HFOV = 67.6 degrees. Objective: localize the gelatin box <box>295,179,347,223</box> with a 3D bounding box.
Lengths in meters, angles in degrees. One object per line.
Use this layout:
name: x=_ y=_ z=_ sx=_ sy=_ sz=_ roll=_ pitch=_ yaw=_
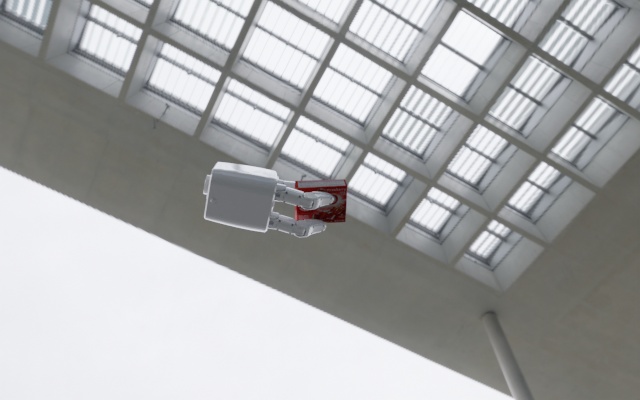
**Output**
gelatin box: x=0.000 y=0.002 z=0.826 sx=0.089 sy=0.073 sz=0.030 roll=-3 pitch=29 yaw=-7
